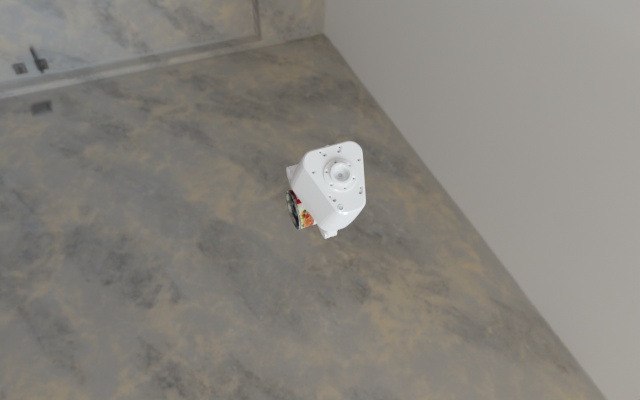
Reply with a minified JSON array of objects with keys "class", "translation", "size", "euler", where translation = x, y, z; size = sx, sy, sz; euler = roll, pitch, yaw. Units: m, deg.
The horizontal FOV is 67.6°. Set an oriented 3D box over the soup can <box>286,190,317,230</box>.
[{"class":"soup can","translation":[0.000,0.003,0.809],"size":[0.102,0.068,0.068],"euler":[-16,4,-15]}]
